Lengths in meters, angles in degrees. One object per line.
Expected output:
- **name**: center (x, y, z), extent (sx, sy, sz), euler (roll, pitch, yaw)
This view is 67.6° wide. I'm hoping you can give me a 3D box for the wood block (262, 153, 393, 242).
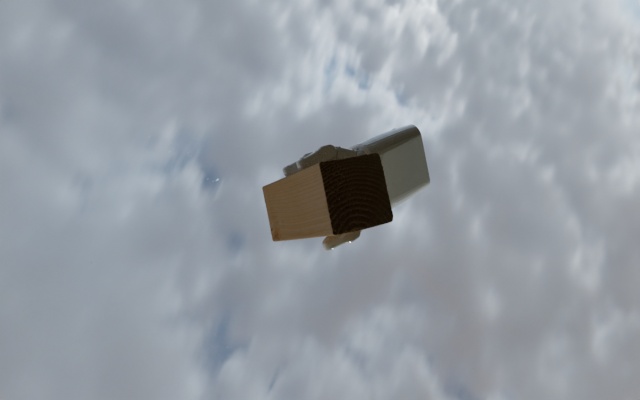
- **wood block**: center (0.000, 0.002, 0.668), extent (0.090, 0.091, 0.206), euler (-12, -2, -26)
